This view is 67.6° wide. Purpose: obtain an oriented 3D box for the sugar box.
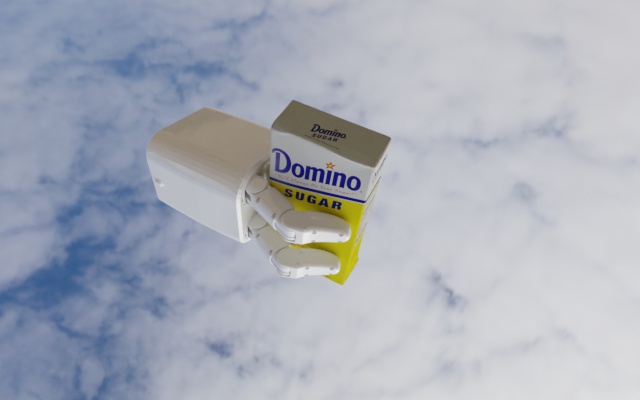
[{"bbox_3d":[0.000,0.002,0.442,0.093,0.048,0.176,23,-37,13],"label":"sugar box"}]
